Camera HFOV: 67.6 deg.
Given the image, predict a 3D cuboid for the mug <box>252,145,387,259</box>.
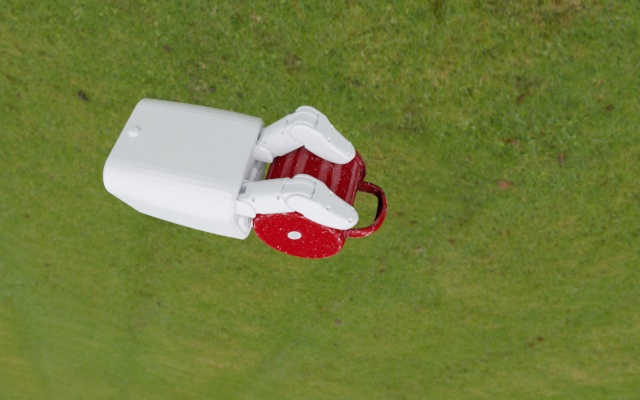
[{"bbox_3d":[0.001,0.002,0.422,0.117,0.081,0.093,12,-31,3],"label":"mug"}]
